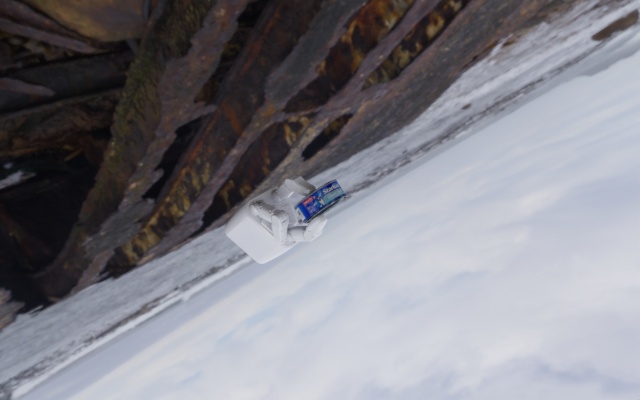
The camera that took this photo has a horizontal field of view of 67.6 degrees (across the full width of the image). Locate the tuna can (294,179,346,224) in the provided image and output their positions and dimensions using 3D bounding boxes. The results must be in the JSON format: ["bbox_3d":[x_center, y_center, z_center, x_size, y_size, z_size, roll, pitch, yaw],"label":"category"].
[{"bbox_3d":[0.000,0.003,0.795,0.086,0.033,0.086,-34,-6,-4],"label":"tuna can"}]
